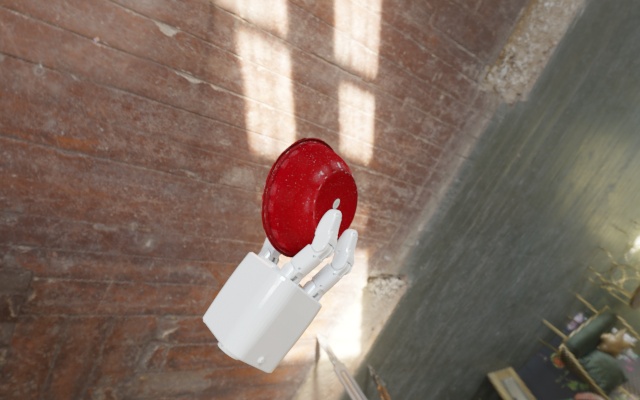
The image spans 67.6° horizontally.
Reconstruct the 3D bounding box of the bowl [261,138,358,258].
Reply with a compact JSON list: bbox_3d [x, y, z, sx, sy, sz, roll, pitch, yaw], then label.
[{"bbox_3d":[0.001,0.001,0.617,0.055,0.162,0.162,13,8,38],"label":"bowl"}]
